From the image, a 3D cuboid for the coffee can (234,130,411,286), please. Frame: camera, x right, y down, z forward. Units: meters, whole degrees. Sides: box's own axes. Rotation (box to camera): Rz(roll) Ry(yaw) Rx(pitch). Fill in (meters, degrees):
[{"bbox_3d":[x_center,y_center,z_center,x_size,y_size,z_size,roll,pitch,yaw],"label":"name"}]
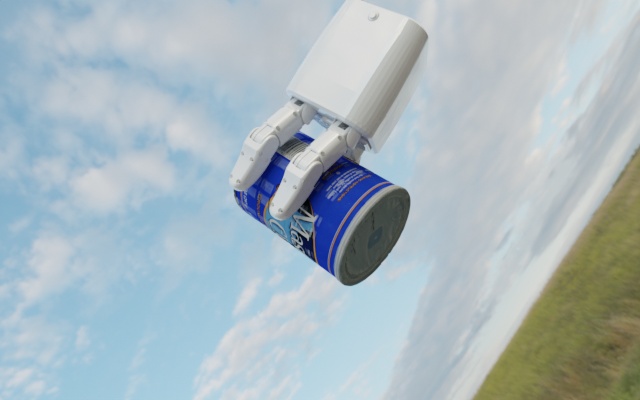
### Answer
[{"bbox_3d":[0.000,0.002,0.463,0.140,0.103,0.103,33,18,30],"label":"coffee can"}]
